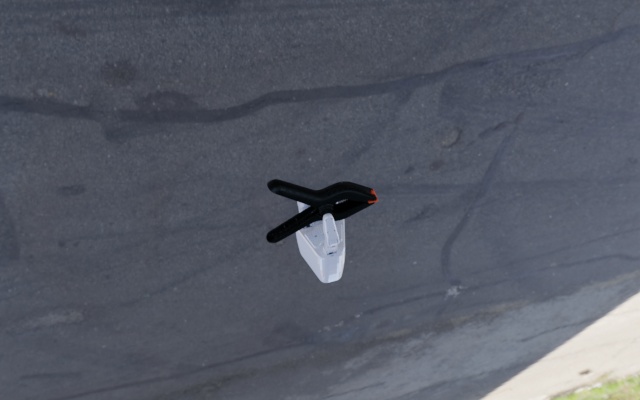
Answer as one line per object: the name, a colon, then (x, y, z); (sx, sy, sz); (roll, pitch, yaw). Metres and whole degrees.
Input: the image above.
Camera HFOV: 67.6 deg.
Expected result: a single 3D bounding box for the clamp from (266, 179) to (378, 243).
clamp: (0.001, 0.003, 0.836); (0.210, 0.036, 0.165); (-14, -34, -9)
